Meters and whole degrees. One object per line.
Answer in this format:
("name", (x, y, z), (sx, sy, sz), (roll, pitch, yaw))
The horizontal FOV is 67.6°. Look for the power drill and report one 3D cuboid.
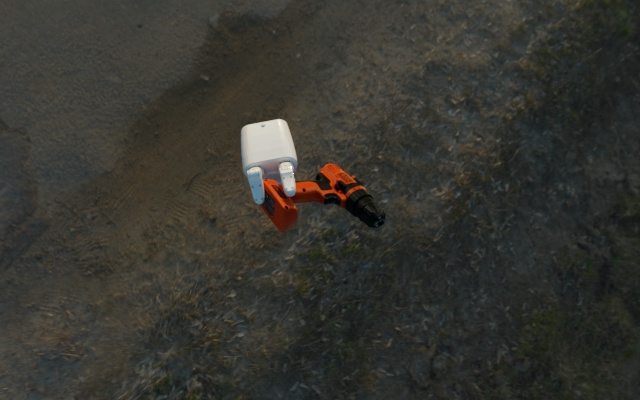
("power drill", (0.000, 0.003, 0.849), (0.187, 0.057, 0.184), (-10, 35, -31))
